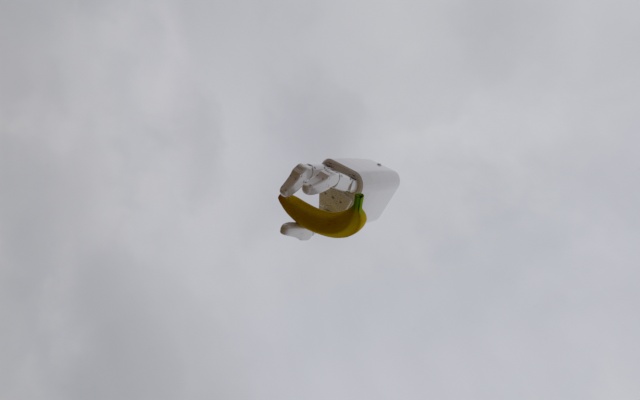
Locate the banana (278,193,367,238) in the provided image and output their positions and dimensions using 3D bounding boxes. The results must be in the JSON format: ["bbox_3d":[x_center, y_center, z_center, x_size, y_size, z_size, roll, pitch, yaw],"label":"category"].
[{"bbox_3d":[0.005,0.021,0.705,0.037,0.069,0.198,-16,10,-38],"label":"banana"}]
